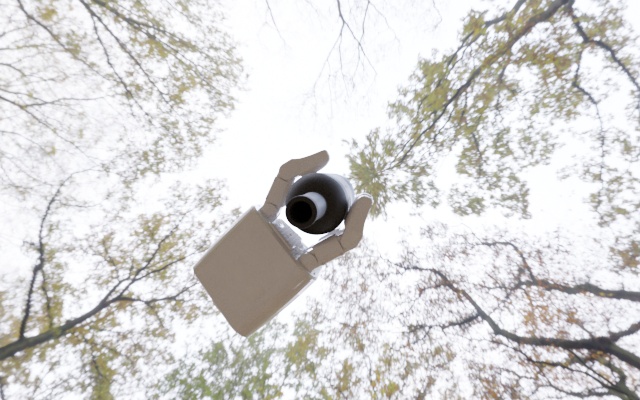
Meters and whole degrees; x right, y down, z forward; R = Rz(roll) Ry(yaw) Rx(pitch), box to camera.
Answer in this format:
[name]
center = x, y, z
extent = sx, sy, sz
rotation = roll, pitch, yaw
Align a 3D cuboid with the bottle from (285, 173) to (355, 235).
[bottle]
center = 0.000, 0.002, 0.541
extent = 0.069, 0.069, 0.295
rotation = 0, 3, 6
